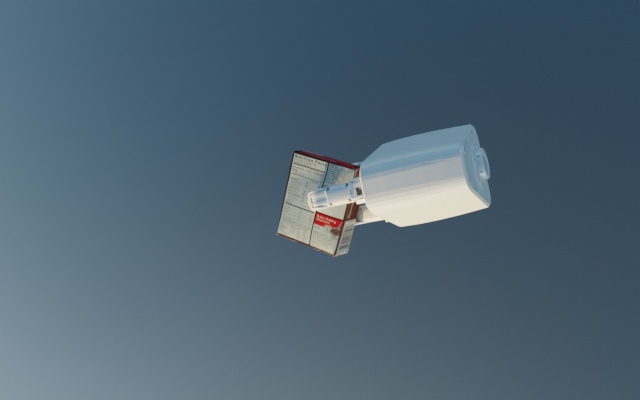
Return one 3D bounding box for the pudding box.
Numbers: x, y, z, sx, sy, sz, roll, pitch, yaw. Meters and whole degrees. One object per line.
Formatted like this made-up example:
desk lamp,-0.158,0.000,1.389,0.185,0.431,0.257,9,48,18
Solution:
pudding box,0.000,0.002,0.590,0.090,0.113,0.039,19,12,26
